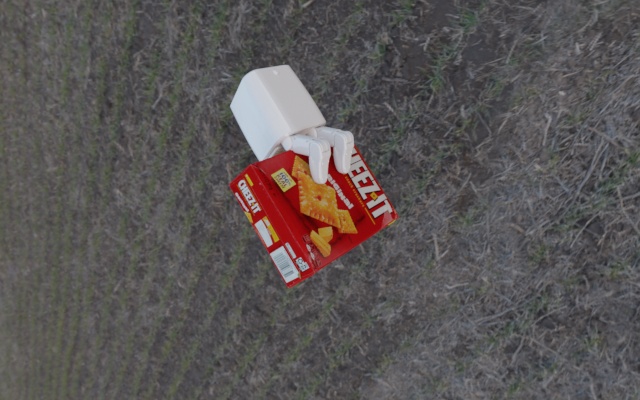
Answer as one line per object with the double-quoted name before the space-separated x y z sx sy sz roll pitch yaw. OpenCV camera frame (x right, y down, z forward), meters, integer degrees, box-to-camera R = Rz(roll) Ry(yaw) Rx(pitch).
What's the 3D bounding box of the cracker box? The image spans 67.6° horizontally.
"cracker box" 0.000 0.002 0.691 0.213 0.164 0.072 -26 -6 -45
